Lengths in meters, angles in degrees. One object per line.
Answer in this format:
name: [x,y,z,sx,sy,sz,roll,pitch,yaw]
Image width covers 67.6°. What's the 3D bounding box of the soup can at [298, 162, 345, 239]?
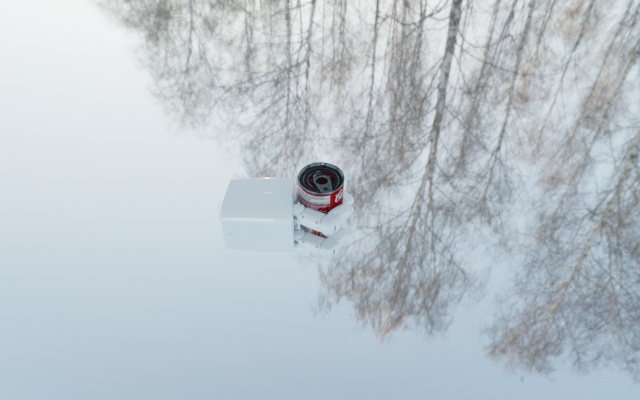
soup can: [0.001,0.002,0.723,0.068,0.102,0.068,1,45,-1]
